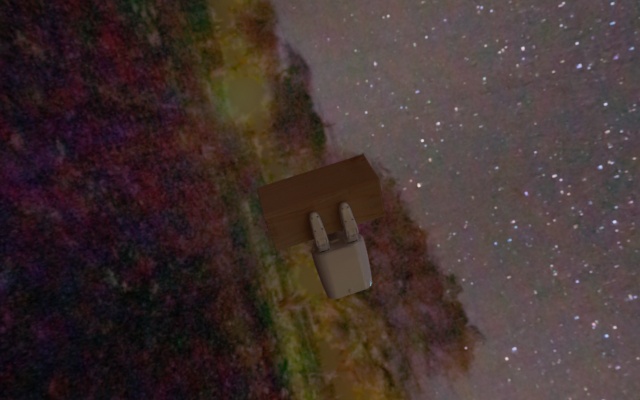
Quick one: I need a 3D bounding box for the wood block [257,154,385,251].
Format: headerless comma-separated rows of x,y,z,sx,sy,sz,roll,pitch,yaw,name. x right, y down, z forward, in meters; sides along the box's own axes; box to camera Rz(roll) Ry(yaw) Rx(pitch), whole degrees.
0.000,0.003,0.865,0.206,0.090,0.090,-18,37,-4,wood block
